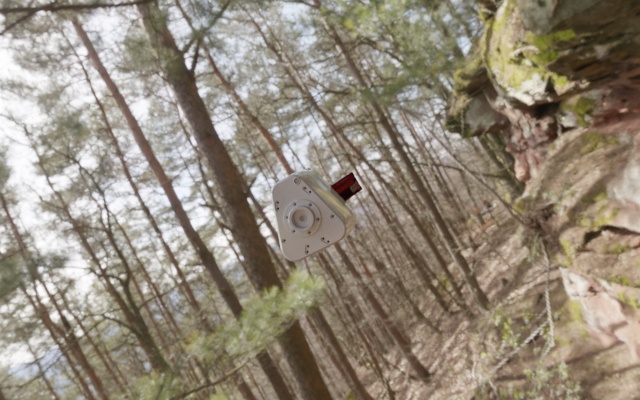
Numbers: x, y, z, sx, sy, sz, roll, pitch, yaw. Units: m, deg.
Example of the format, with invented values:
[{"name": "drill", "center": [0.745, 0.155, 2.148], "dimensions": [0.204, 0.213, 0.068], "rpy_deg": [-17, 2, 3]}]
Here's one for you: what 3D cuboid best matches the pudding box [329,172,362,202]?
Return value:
[{"name": "pudding box", "center": [0.000, 0.002, 0.771], "dimensions": [0.113, 0.039, 0.090], "rpy_deg": [-26, 4, 38]}]
